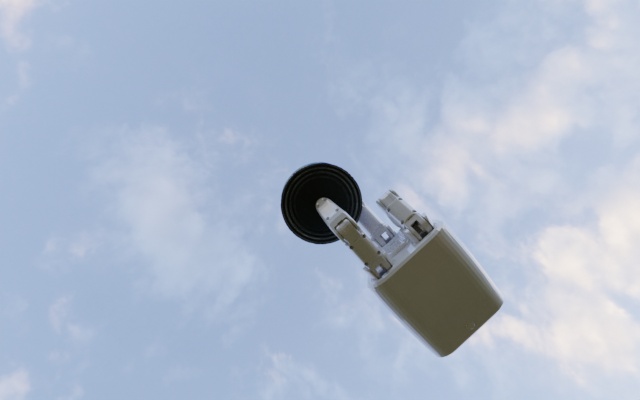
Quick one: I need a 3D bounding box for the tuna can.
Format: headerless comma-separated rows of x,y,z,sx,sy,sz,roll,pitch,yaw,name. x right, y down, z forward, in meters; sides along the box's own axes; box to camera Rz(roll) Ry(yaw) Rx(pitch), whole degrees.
0.000,0.002,0.512,0.086,0.086,0.033,0,8,-5,tuna can
